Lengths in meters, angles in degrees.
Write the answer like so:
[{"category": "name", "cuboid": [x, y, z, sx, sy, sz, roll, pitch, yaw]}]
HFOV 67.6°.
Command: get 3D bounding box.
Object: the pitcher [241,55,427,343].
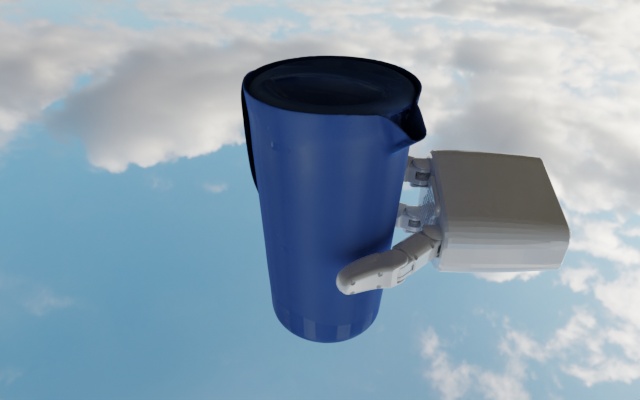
[{"category": "pitcher", "cuboid": [0.000, 0.001, 0.425, 0.145, 0.243, 0.149, 0, 33, -2]}]
